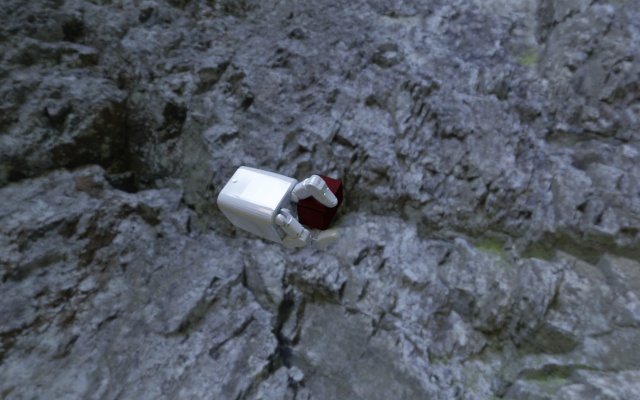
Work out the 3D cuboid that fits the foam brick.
[{"bbox_3d":[0.000,0.003,0.811,0.051,0.078,0.053,17,-38,18],"label":"foam brick"}]
